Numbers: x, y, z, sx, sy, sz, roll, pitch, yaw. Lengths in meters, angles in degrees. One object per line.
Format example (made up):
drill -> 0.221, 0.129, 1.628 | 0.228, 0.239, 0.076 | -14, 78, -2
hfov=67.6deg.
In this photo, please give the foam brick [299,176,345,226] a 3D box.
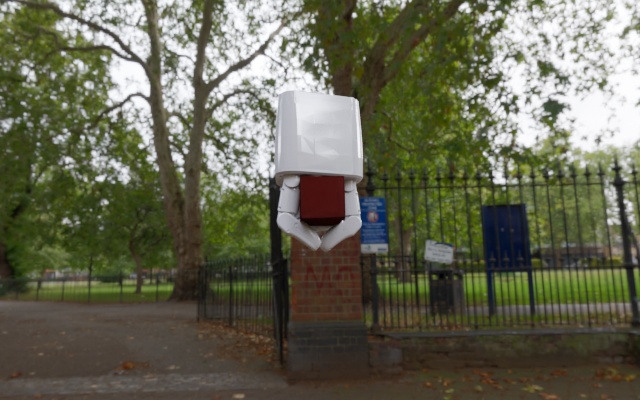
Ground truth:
foam brick -> 0.000, 0.002, 0.580 | 0.053, 0.051, 0.078 | 0, -9, -4
